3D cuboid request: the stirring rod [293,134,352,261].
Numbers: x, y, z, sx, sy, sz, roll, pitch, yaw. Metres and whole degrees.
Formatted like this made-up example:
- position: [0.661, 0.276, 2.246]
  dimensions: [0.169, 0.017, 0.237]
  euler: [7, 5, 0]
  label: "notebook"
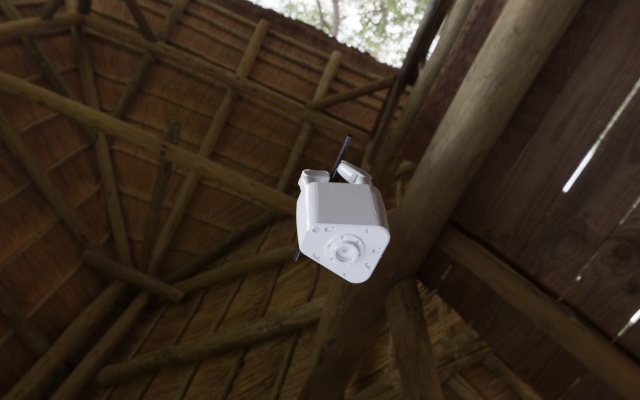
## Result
- position: [0.000, 0.002, 0.761]
  dimensions: [0.011, 0.240, 0.011]
  euler: [19, 27, -10]
  label: "stirring rod"
